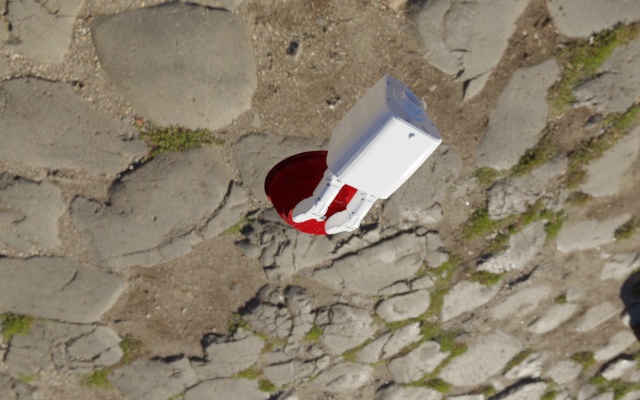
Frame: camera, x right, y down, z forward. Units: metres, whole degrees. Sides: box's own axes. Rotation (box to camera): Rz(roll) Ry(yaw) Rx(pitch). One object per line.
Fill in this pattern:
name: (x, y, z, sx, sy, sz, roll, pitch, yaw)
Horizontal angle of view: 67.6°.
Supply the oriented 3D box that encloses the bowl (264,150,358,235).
bowl: (0.000, 0.003, 0.675, 0.162, 0.055, 0.162, -1, -35, -1)
